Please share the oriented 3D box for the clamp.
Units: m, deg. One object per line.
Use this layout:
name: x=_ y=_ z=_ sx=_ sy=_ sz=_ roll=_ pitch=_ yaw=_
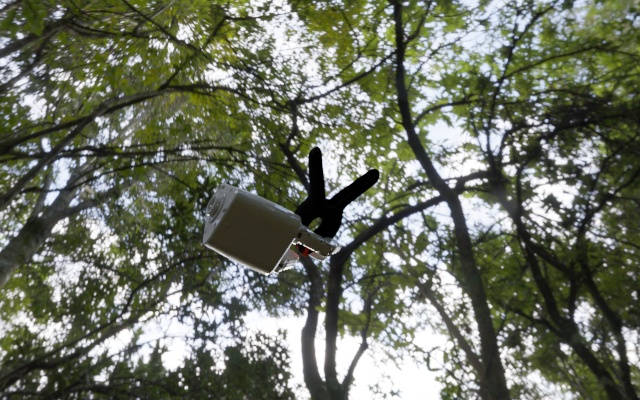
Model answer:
clamp: x=0.000 y=0.002 z=0.711 sx=0.120 sy=0.171 sz=0.039 roll=29 pitch=11 yaw=-25
